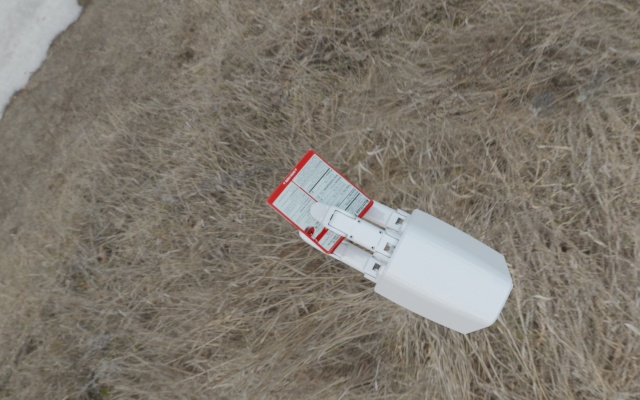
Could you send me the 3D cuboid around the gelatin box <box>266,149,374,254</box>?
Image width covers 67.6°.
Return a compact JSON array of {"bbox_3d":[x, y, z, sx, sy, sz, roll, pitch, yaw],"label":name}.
[{"bbox_3d":[0.000,0.001,0.502,0.089,0.073,0.030,40,1,4],"label":"gelatin box"}]
